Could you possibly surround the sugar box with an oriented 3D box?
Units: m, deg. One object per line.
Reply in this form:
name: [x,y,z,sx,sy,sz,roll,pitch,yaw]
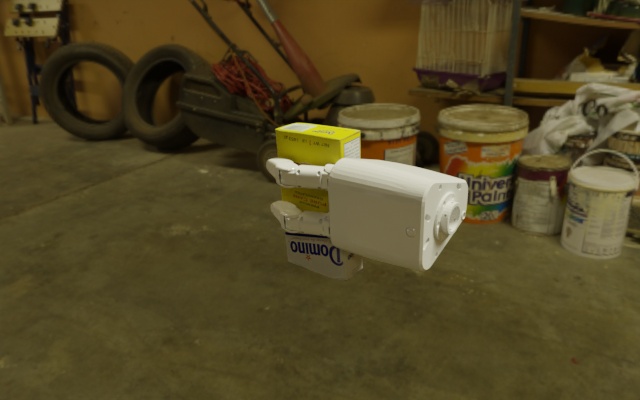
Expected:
sugar box: [0.000,0.002,0.559,0.093,0.176,0.048,14,28,35]
